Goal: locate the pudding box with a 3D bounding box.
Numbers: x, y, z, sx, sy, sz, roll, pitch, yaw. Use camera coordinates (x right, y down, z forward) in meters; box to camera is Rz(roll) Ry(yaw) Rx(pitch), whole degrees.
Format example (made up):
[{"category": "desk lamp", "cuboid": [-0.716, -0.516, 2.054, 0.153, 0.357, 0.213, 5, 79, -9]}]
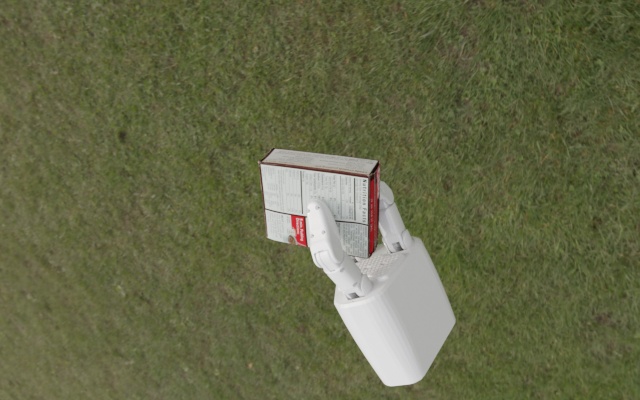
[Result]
[{"category": "pudding box", "cuboid": [0.000, 0.002, 0.458, 0.113, 0.090, 0.039, 8, 30, 18]}]
